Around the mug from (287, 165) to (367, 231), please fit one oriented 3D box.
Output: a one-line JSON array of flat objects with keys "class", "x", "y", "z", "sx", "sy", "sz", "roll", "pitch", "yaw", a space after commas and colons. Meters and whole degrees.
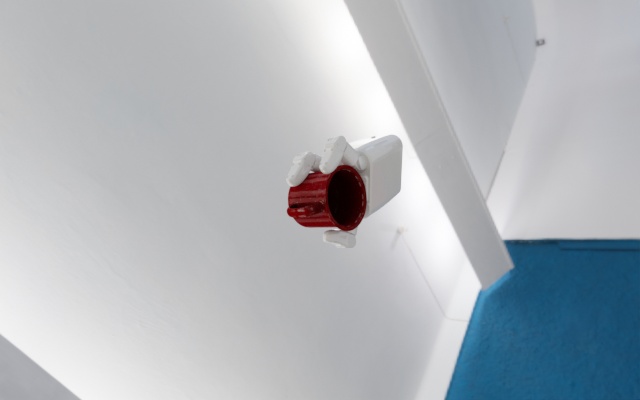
[{"class": "mug", "x": -0.001, "y": 0.003, "z": 0.682, "sx": 0.081, "sy": 0.093, "sz": 0.117, "roll": -4, "pitch": 17, "yaw": 42}]
